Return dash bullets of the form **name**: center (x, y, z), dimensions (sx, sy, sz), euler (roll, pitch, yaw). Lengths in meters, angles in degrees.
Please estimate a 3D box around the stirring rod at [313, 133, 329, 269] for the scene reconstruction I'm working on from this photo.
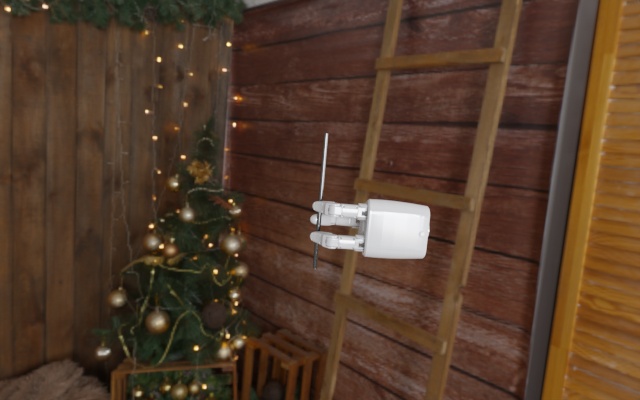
- **stirring rod**: center (0.000, 0.003, 0.843), dimensions (0.011, 0.239, 0.011), euler (5, 7, -1)
